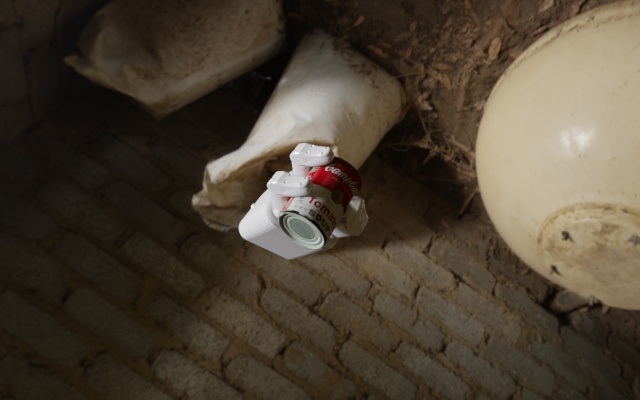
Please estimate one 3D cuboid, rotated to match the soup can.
[{"bbox_3d":[0.000,0.002,0.596,0.068,0.068,0.102,0,44,41],"label":"soup can"}]
